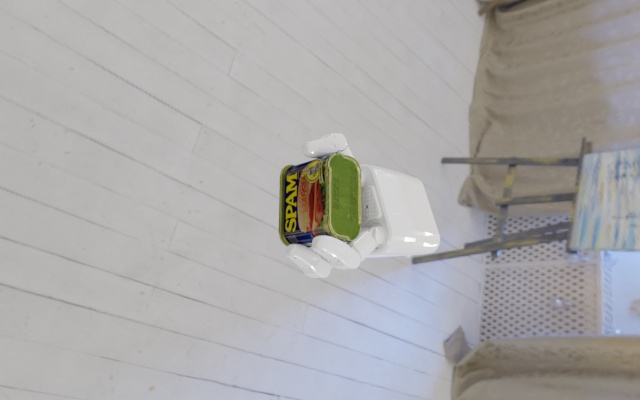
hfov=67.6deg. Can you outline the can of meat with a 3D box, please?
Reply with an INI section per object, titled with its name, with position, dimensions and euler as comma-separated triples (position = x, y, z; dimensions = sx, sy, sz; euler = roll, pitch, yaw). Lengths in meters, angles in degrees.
[can of meat]
position = 0.000, 0.002, 0.549
dimensions = 0.057, 0.102, 0.084
euler = 11, -16, -41
